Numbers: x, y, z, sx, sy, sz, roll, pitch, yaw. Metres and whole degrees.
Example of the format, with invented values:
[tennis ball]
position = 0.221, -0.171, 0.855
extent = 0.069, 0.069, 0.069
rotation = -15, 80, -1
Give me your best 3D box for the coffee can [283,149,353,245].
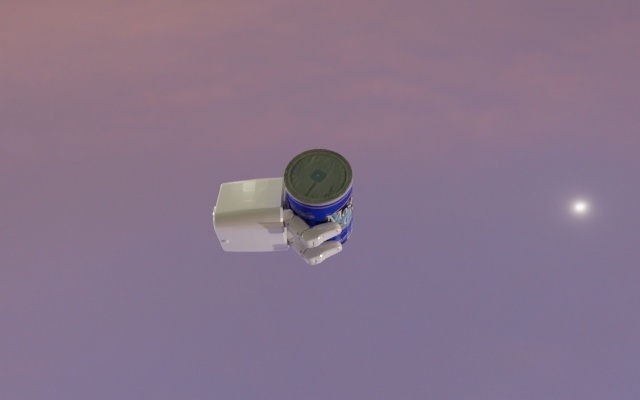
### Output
[coffee can]
position = 0.000, 0.002, 0.755
extent = 0.103, 0.102, 0.140
rotation = 0, -35, 4
